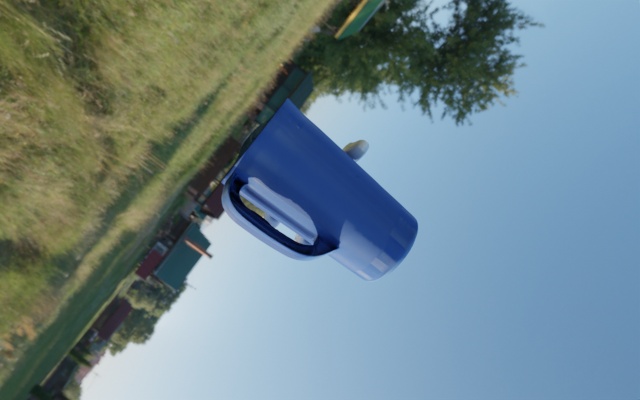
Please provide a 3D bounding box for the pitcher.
[{"bbox_3d":[0.000,0.002,0.609,0.243,0.149,0.145,39,5,-11],"label":"pitcher"}]
